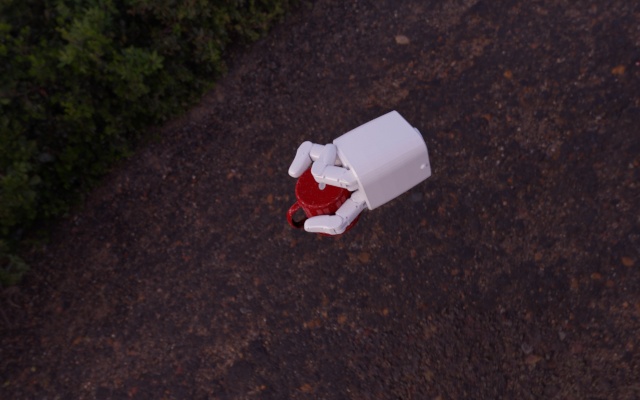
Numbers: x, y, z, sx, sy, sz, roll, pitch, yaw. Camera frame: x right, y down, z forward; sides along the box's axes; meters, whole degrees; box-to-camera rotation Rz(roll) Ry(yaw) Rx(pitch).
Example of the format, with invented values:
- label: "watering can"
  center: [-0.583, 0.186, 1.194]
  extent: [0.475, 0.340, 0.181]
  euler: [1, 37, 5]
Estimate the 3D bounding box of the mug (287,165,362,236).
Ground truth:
- label: "mug"
  center: [-0.001, 0.003, 0.739]
  extent: [0.117, 0.093, 0.081]
  euler: [-29, -35, 0]
